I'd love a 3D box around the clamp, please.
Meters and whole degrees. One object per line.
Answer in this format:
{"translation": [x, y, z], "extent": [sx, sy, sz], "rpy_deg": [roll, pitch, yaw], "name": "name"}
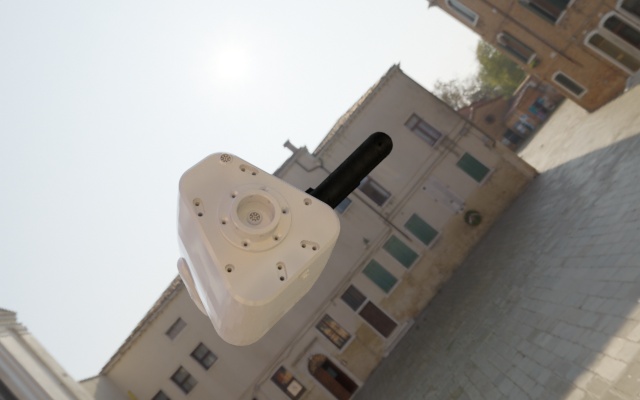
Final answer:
{"translation": [-0.001, 0.001, 0.453], "extent": [0.171, 0.039, 0.120], "rpy_deg": [-44, -8, -29], "name": "clamp"}
